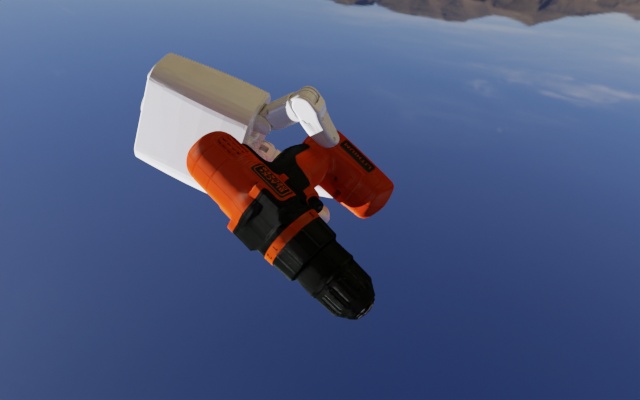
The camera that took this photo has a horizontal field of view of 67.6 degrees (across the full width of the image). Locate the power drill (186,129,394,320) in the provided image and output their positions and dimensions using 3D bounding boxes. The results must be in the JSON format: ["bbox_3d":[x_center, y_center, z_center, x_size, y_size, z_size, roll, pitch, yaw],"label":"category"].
[{"bbox_3d":[0.000,0.001,0.422,0.057,0.184,0.187,-49,-10,27],"label":"power drill"}]
